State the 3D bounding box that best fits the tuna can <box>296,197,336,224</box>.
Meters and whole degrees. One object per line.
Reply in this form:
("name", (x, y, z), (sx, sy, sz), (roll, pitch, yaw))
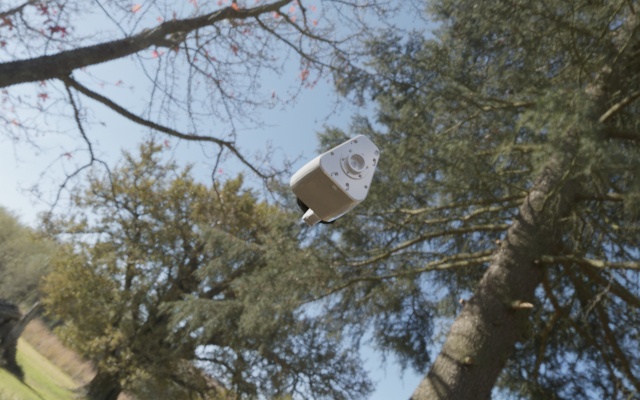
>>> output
("tuna can", (0.000, 0.003, 0.886), (0.086, 0.086, 0.033), (0, 43, 43))
